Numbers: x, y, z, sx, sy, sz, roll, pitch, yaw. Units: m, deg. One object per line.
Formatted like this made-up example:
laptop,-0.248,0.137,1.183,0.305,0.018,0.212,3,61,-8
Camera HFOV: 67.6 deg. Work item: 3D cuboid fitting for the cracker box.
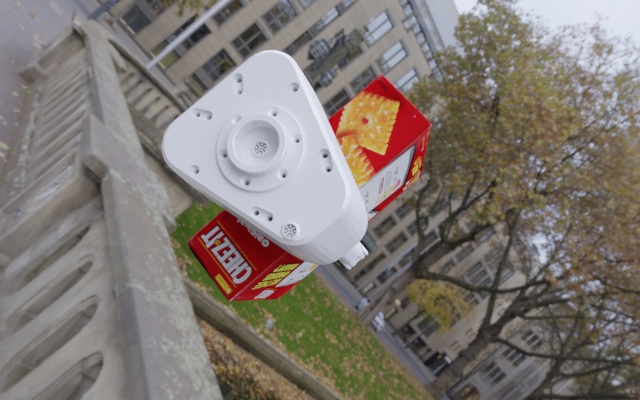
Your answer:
cracker box,0.000,0.002,0.457,0.213,0.072,0.164,-40,-14,-1
